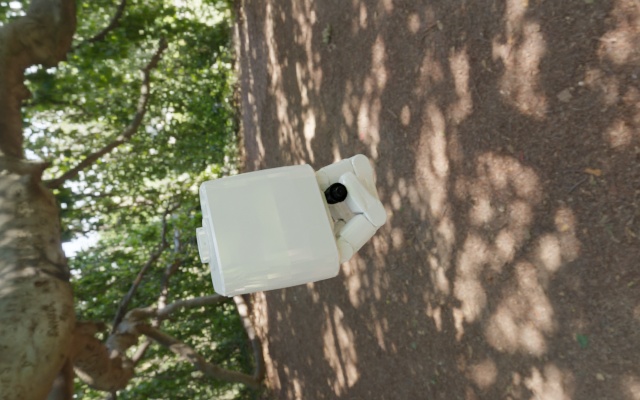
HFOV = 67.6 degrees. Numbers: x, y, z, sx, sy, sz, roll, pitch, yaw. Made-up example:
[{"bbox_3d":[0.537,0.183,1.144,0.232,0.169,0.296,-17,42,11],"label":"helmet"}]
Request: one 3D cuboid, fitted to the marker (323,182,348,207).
[{"bbox_3d":[0.000,0.002,0.489,0.020,0.020,0.121,0,-9,-17],"label":"marker"}]
